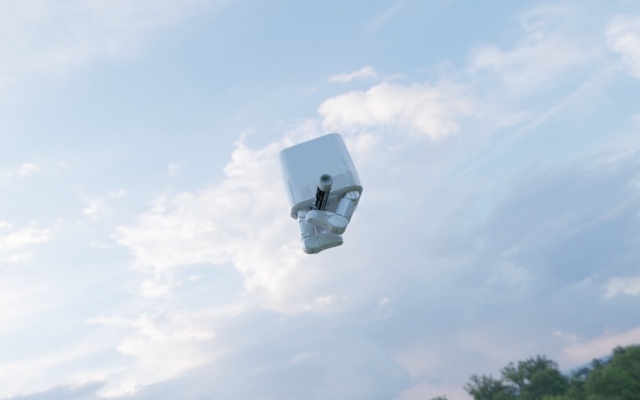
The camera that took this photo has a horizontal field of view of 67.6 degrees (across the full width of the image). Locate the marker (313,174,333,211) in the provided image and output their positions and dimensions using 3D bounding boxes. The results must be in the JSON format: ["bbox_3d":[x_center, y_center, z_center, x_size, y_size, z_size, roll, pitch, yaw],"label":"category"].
[{"bbox_3d":[0.000,0.002,0.680,0.020,0.020,0.121,0,-30,-8],"label":"marker"}]
